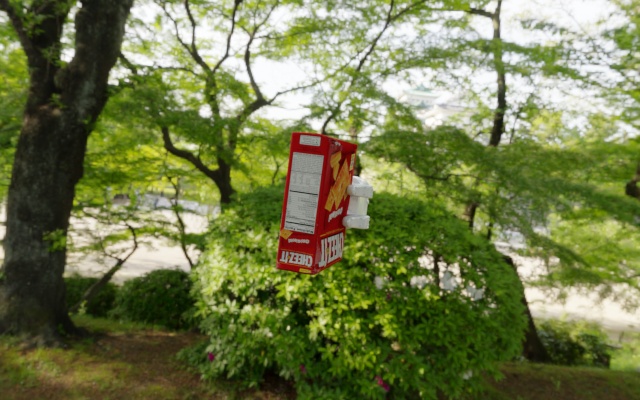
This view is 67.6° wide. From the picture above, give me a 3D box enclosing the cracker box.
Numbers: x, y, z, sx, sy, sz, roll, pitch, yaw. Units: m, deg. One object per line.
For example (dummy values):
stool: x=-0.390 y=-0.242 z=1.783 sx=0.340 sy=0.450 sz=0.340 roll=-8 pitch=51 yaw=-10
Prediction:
cracker box: x=0.000 y=0.002 z=0.789 sx=0.072 sy=0.214 sz=0.164 roll=8 pitch=4 yaw=18
